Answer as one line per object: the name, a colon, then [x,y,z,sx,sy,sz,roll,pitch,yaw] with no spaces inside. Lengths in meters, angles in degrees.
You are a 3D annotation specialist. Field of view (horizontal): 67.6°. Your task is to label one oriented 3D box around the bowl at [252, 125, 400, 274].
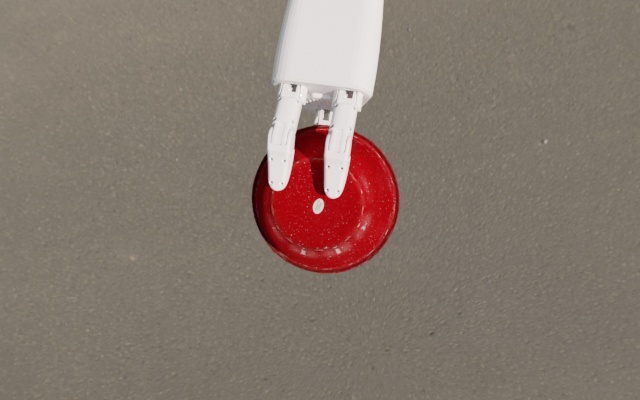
bowl: [0.000,0.003,0.491,0.162,0.162,0.055,0,5,9]
